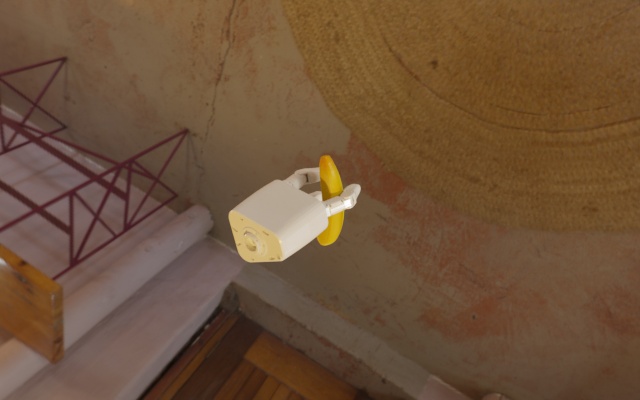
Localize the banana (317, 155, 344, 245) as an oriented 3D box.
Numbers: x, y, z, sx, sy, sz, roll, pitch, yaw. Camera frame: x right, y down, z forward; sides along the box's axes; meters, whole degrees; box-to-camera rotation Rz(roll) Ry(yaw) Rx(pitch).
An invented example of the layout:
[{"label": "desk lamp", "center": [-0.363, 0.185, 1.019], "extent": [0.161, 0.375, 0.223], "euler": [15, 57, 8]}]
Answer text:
[{"label": "banana", "center": [0.012, 0.016, 0.815], "extent": [0.037, 0.198, 0.069], "euler": [-28, 55, -32]}]
